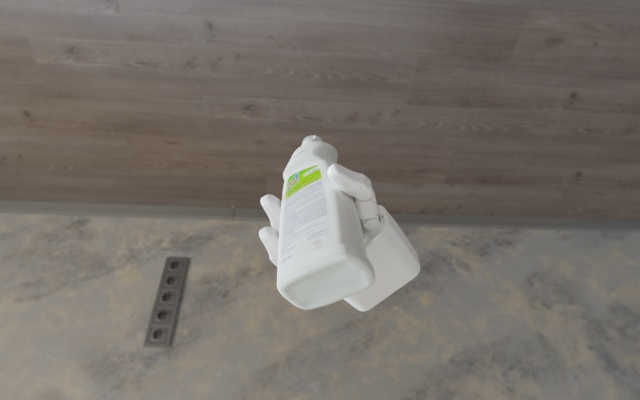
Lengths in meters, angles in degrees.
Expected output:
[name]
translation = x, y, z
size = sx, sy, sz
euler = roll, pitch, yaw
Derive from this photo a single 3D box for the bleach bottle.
[bleach bottle]
translation = 0.000, 0.002, 0.575
size = 0.102, 0.250, 0.068
euler = -26, -51, 21
